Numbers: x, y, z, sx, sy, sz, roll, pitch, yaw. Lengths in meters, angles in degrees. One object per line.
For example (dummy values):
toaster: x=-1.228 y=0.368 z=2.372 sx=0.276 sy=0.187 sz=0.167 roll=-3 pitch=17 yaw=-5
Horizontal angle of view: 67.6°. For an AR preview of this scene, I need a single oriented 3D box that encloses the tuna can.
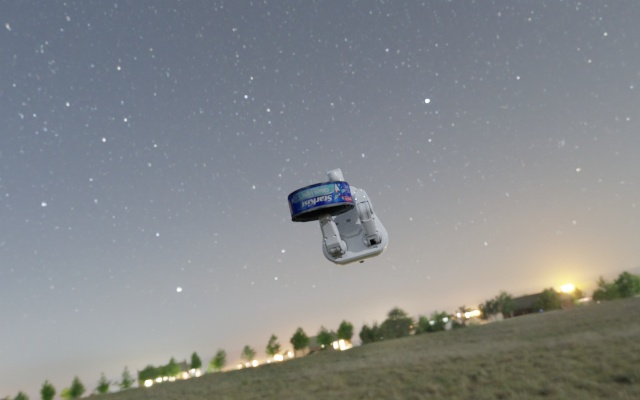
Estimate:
tuna can: x=0.000 y=0.002 z=0.635 sx=0.086 sy=0.033 sz=0.086 roll=-12 pitch=-11 yaw=-2
